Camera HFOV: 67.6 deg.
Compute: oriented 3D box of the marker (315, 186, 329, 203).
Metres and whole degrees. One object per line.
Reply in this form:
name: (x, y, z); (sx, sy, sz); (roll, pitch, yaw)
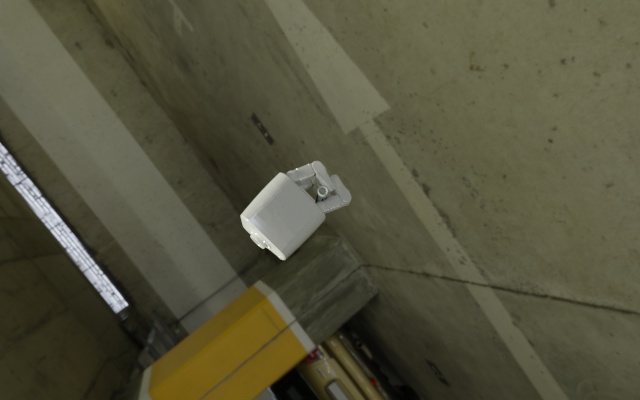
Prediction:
marker: (0.000, 0.003, 0.879); (0.020, 0.020, 0.121); (0, -19, -4)
